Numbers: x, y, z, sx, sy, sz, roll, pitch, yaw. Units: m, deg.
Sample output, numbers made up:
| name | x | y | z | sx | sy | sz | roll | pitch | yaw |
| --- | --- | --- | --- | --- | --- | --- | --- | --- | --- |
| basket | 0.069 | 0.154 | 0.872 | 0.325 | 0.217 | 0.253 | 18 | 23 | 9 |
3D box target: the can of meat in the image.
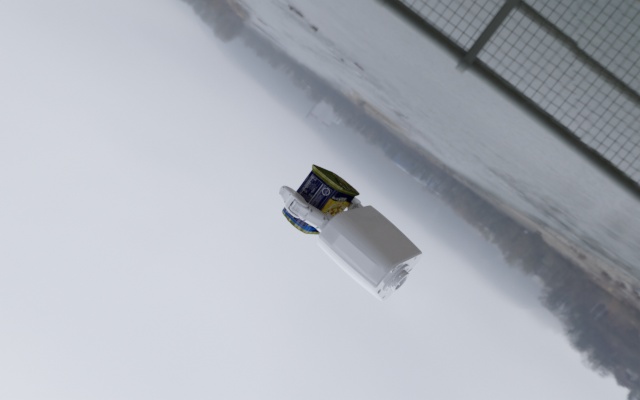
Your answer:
| name | x | y | z | sx | sy | sz | roll | pitch | yaw |
| --- | --- | --- | --- | --- | --- | --- | --- | --- | --- |
| can of meat | 0.000 | 0.002 | 0.696 | 0.057 | 0.084 | 0.102 | 41 | 11 | 22 |
